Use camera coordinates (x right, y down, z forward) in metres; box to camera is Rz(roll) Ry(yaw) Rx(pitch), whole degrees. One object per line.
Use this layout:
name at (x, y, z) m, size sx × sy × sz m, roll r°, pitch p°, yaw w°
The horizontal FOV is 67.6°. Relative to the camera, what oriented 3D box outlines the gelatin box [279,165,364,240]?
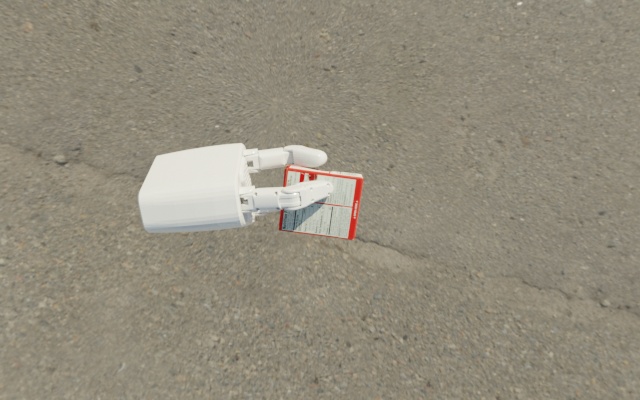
gelatin box at (0.000, 0.002, 0.543) m, size 0.089 × 0.073 × 0.030 m, roll 7°, pitch 12°, yaw 1°
